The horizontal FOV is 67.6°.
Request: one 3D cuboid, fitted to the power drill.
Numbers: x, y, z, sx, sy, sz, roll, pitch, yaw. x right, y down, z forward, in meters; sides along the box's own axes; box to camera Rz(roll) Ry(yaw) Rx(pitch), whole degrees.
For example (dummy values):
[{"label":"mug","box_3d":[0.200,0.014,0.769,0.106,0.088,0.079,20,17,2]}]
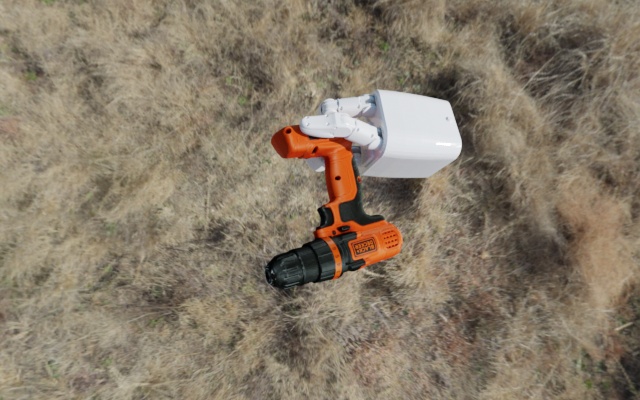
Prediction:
[{"label":"power drill","box_3d":[0.000,0.001,0.580,0.184,0.187,0.057,-13,-6,-31]}]
